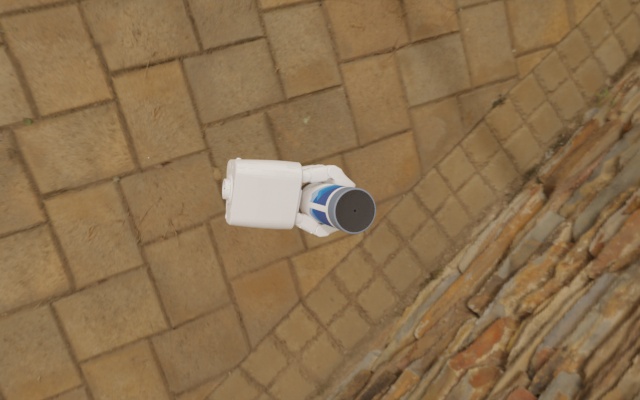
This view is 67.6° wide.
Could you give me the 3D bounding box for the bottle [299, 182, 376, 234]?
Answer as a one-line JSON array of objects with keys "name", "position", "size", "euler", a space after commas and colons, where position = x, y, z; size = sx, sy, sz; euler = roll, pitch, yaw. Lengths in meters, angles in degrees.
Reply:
[{"name": "bottle", "position": [0.000, 0.003, 0.820], "size": [0.069, 0.069, 0.295], "euler": [0, 5, -20]}]
